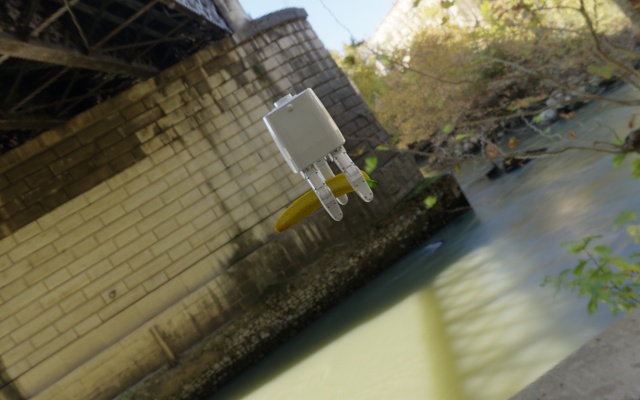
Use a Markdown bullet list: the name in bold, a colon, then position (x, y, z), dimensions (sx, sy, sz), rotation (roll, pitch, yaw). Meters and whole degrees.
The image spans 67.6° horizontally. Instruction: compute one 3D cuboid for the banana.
- **banana**: position (0.005, -0.006, 0.825), dimensions (0.198, 0.037, 0.069), rotation (-27, 17, 18)
